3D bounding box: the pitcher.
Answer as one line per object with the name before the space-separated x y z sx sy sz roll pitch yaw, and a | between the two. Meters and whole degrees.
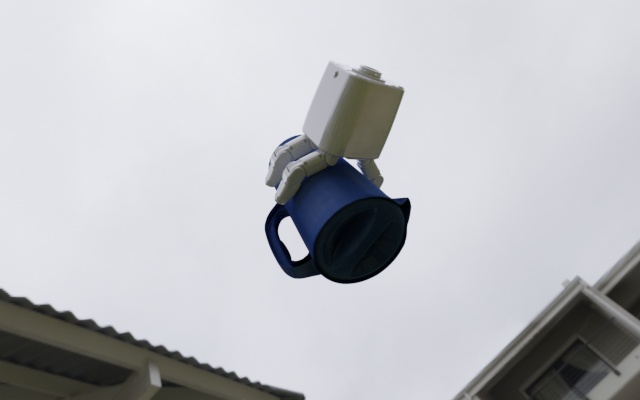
pitcher | 0.000 0.002 0.686 0.149 0.145 0.242 8 25 -30
